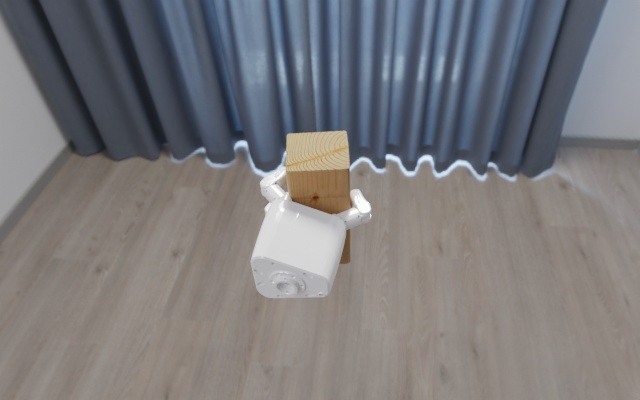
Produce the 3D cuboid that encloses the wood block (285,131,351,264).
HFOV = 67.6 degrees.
[{"bbox_3d":[0.000,0.003,0.749,0.091,0.206,0.090,-2,44,1],"label":"wood block"}]
